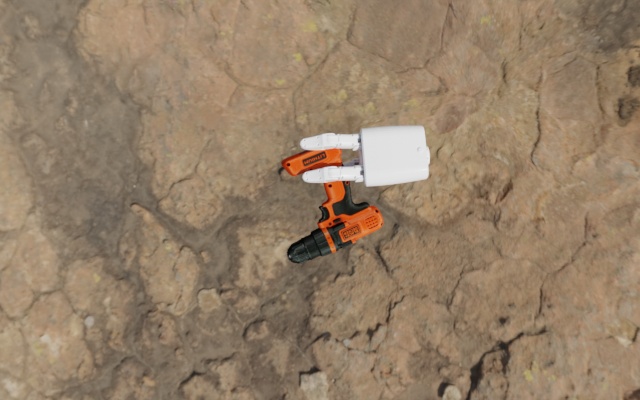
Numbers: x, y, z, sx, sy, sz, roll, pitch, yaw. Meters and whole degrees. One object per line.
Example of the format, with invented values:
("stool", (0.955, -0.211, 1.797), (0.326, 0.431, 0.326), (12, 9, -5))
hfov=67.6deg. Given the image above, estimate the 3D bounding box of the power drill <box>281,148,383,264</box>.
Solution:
("power drill", (0.000, 0.002, 0.843), (0.184, 0.188, 0.057), (-24, 14, -8))
